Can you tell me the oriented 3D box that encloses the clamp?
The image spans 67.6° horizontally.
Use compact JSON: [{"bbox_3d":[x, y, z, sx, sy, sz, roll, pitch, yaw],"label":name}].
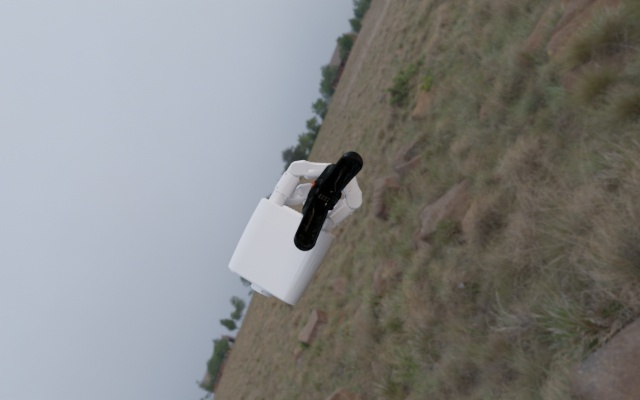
[{"bbox_3d":[0.000,0.001,0.578,0.039,0.120,0.171,36,-5,-3],"label":"clamp"}]
